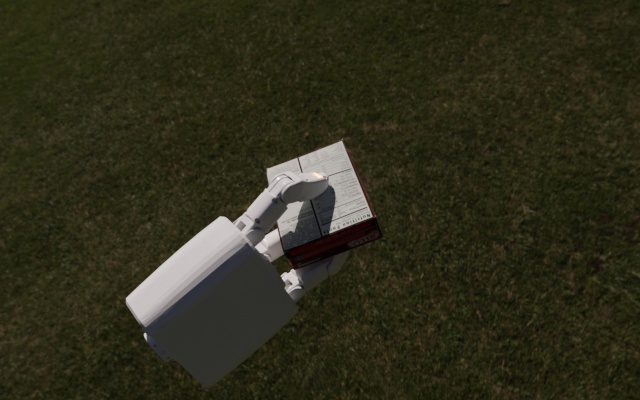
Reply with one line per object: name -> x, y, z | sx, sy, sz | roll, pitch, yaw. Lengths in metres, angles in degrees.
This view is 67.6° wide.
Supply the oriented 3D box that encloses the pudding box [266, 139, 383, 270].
pudding box -> 0.000, 0.001, 0.464 | 0.090, 0.113, 0.039 | -20, -39, 3
